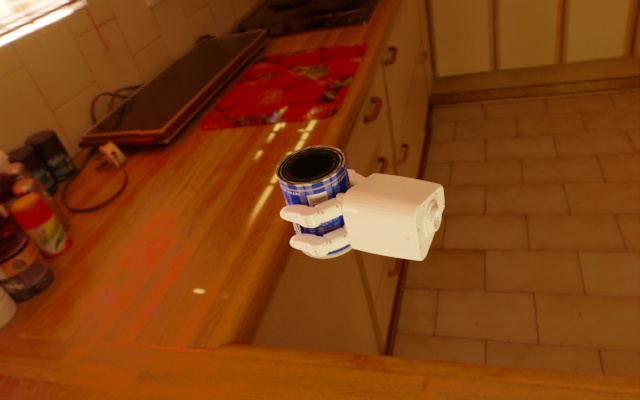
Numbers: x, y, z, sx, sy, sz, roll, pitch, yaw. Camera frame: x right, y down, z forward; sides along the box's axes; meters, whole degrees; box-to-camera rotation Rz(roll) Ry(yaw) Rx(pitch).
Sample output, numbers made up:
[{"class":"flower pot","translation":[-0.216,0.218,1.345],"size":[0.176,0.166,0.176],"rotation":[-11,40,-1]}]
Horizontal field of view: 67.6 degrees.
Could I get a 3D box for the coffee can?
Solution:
[{"class":"coffee can","translation":[0.000,0.002,0.723],"size":[0.103,0.140,0.102],"rotation":[-10,35,7]}]
